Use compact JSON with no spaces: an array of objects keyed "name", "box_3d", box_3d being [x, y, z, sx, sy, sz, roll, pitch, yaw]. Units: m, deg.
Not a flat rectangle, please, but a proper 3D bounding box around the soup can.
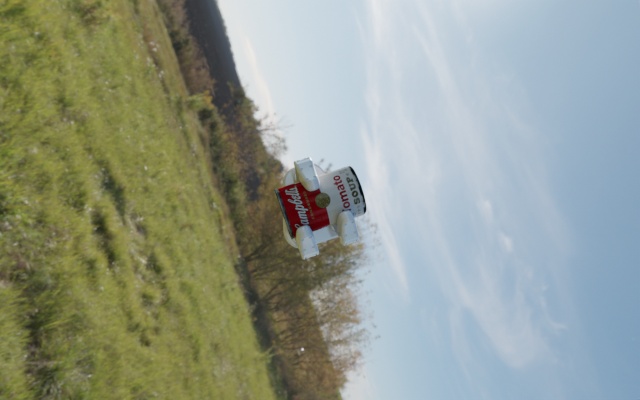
[{"name":"soup can","box_3d":[0.000,0.002,0.612,0.102,0.068,0.068,-18,2,-6]}]
